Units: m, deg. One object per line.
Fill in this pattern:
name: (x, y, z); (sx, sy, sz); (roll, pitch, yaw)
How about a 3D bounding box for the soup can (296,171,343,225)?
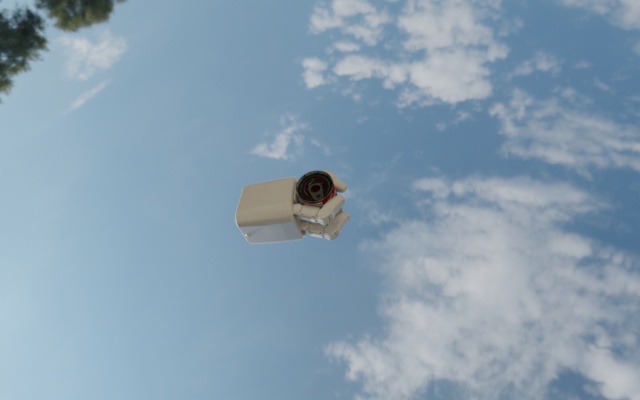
soup can: (0.001, 0.003, 0.873); (0.068, 0.068, 0.102); (0, -34, 15)
